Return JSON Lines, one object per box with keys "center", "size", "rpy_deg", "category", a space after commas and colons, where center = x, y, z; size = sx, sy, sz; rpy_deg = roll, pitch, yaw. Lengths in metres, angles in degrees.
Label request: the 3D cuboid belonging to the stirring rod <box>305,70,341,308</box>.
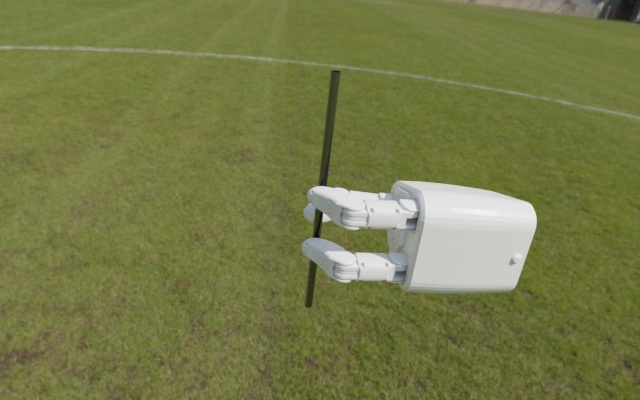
{"center": [0.000, 0.002, 0.445], "size": [0.011, 0.240, 0.011], "rpy_deg": [5, 26, -3], "category": "stirring rod"}
